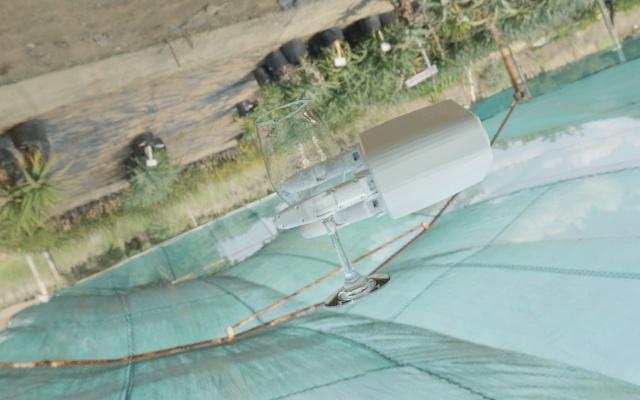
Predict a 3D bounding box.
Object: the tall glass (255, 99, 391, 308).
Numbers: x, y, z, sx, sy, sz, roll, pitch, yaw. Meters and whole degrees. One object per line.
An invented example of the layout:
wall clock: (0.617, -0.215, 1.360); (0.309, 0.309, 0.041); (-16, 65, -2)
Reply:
tall glass: (0.000, 0.002, 0.486); (0.079, 0.201, 0.079); (-23, 3, 1)
